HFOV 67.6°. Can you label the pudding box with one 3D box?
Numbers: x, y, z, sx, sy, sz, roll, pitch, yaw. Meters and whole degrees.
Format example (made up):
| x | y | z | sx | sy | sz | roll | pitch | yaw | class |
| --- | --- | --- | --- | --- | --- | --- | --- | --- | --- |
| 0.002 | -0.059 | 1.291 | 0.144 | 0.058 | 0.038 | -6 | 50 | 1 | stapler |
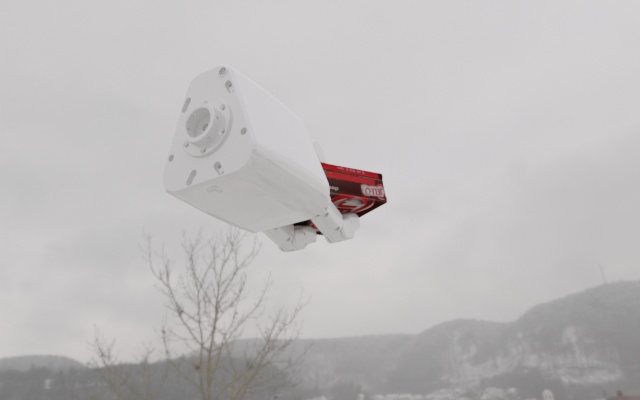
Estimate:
| x | y | z | sx | sy | sz | roll | pitch | yaw | class |
| --- | --- | --- | --- | --- | --- | --- | --- | --- | --- |
| 0.000 | 0.001 | 0.505 | 0.090 | 0.039 | 0.113 | 9 | -24 | -32 | pudding box |
